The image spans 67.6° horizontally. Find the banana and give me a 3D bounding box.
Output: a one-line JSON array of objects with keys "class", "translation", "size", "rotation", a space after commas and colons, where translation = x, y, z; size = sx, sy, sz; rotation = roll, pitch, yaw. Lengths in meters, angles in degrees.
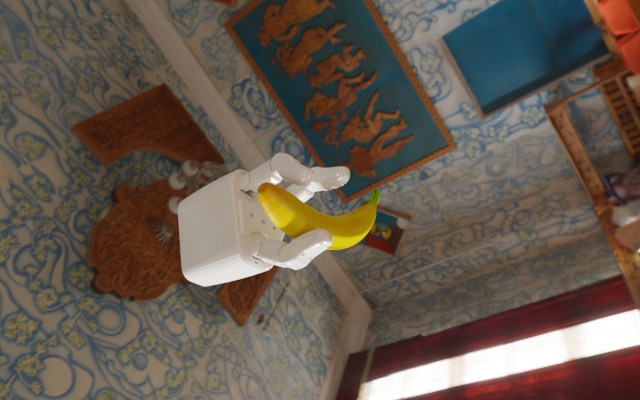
[{"class": "banana", "translation": [0.005, 0.020, 0.523], "size": [0.037, 0.069, 0.198], "rotation": [-14, -10, 38]}]
